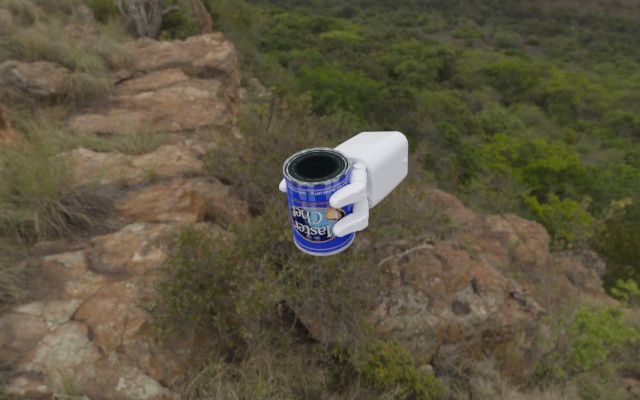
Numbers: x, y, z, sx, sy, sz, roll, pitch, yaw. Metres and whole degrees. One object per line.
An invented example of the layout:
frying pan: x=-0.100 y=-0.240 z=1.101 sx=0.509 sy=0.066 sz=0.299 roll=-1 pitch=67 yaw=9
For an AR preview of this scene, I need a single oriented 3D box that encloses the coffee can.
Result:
coffee can: x=0.000 y=0.003 z=0.757 sx=0.103 sy=0.140 sz=0.102 roll=-4 pitch=37 yaw=3
